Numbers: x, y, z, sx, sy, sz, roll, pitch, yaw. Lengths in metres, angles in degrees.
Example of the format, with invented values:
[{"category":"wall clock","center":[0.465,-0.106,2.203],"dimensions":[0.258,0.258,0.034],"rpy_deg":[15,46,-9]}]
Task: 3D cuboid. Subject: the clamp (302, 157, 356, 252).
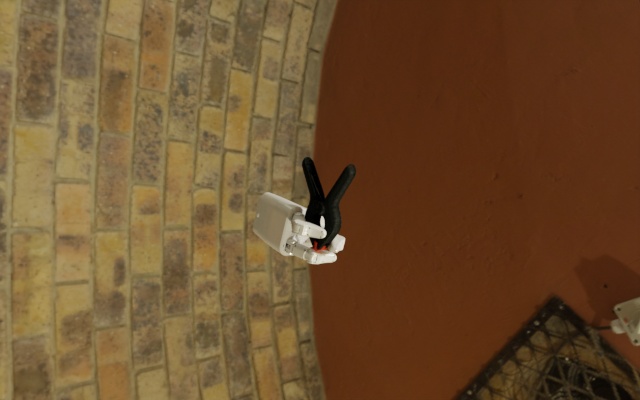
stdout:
[{"category":"clamp","center":[0.001,0.003,0.865],"dimensions":[0.039,0.171,0.120],"rpy_deg":[2,18,-42]}]
